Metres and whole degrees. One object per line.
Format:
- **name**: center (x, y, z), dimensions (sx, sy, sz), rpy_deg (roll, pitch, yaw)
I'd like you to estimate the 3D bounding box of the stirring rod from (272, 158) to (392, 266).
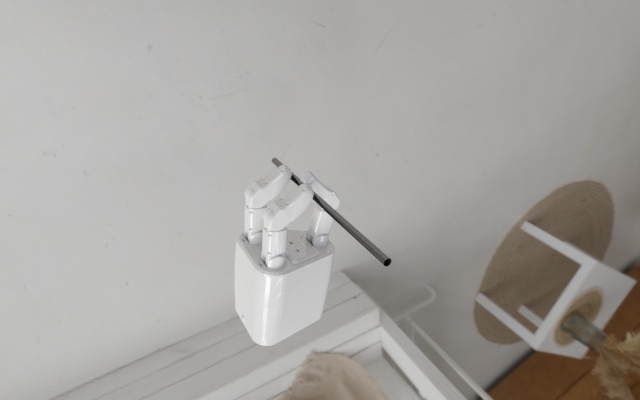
- **stirring rod**: center (0.000, 0.002, 0.498), dimensions (0.011, 0.011, 0.239), rpy_deg (0, 25, -32)
